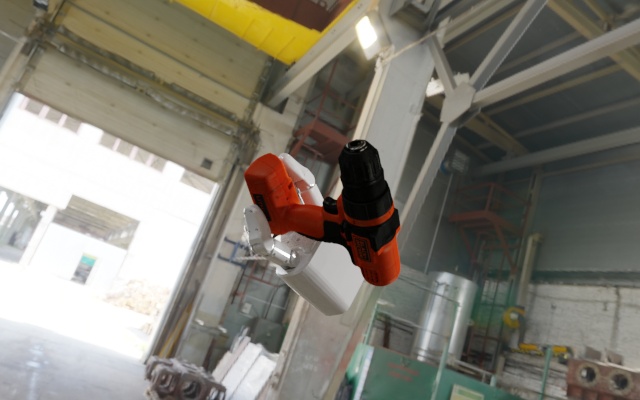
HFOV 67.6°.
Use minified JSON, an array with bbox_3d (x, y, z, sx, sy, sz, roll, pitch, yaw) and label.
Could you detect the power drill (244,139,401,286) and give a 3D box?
[{"bbox_3d":[0.000,0.002,0.538,0.187,0.185,0.057,19,47,37],"label":"power drill"}]
